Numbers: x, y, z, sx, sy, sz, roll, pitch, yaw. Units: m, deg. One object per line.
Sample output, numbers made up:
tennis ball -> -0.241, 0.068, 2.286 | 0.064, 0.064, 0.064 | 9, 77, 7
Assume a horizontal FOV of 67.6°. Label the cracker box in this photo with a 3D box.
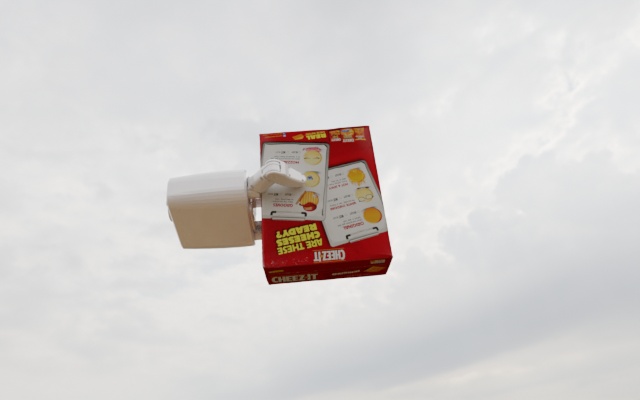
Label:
cracker box -> 0.000, 0.002, 0.665 | 0.164, 0.213, 0.072 | -5, -31, -2
